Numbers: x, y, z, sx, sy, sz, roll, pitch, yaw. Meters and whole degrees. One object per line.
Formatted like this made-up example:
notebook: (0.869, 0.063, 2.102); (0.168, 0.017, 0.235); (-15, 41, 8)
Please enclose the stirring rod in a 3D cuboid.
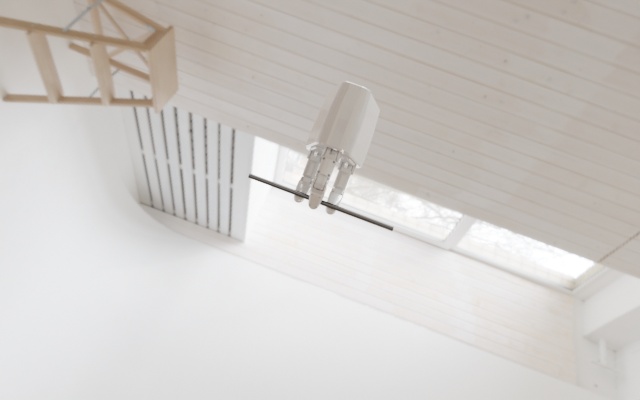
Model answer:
stirring rod: (0.000, 0.002, 0.747); (0.239, 0.011, 0.011); (20, 1, 3)
